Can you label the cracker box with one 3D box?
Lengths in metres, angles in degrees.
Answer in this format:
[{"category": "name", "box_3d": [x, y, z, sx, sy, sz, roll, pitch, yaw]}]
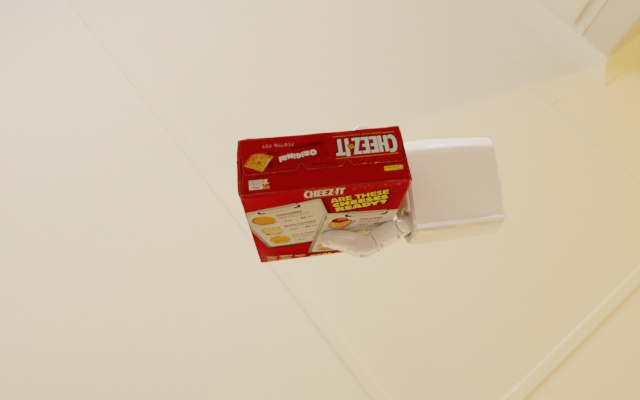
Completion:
[{"category": "cracker box", "box_3d": [0.000, 0.002, 0.548, 0.164, 0.072, 0.214, -6, -24, -4]}]
